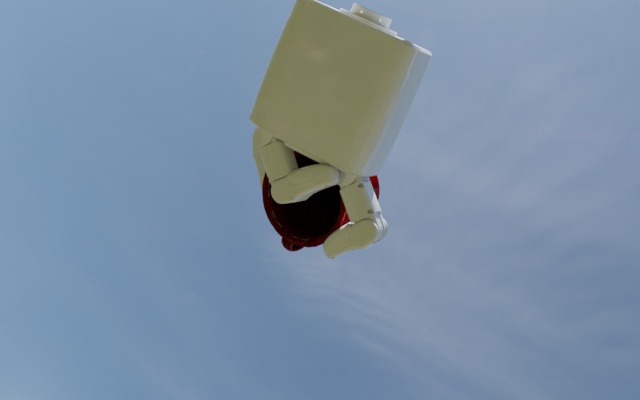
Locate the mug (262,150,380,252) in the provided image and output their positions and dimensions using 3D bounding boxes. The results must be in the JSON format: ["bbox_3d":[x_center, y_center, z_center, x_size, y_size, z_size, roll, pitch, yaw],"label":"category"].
[{"bbox_3d":[0.000,0.003,0.467,0.093,0.117,0.081,37,25,24],"label":"mug"}]
